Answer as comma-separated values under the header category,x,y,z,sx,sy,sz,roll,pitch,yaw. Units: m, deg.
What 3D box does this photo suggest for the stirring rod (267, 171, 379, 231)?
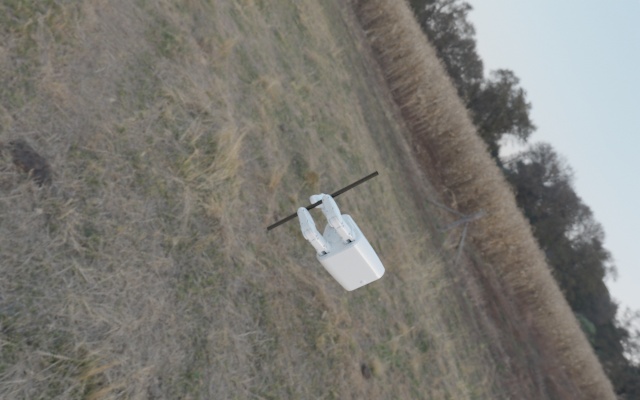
category,x,y,z,sx,sy,sz,roll,pitch,yaw
stirring rod,0.000,0.003,0.889,0.239,0.011,0.011,-27,-9,18
